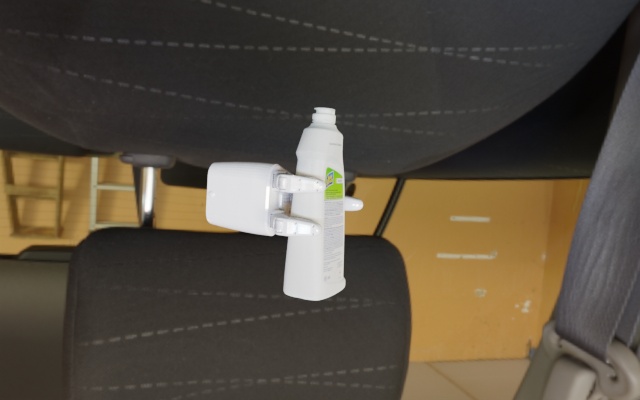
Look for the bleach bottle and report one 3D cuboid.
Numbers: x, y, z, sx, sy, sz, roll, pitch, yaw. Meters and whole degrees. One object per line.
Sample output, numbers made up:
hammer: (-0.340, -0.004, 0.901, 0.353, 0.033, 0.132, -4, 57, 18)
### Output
bleach bottle: (0.000, 0.002, 0.655, 0.068, 0.251, 0.102, 6, 5, 24)
